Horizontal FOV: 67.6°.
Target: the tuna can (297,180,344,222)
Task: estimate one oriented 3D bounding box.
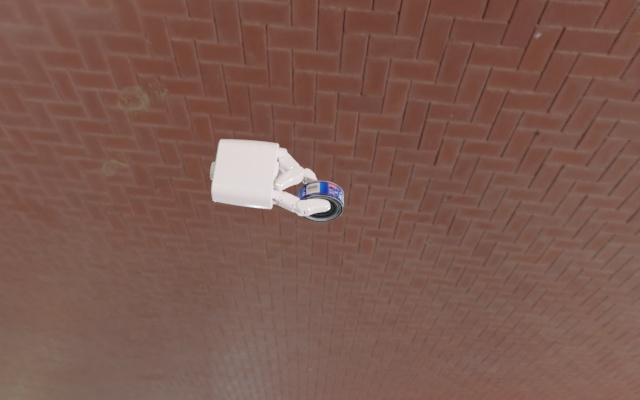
[{"bbox_3d":[0.000,0.003,0.869,0.086,0.033,0.086,0,-37,0],"label":"tuna can"}]
